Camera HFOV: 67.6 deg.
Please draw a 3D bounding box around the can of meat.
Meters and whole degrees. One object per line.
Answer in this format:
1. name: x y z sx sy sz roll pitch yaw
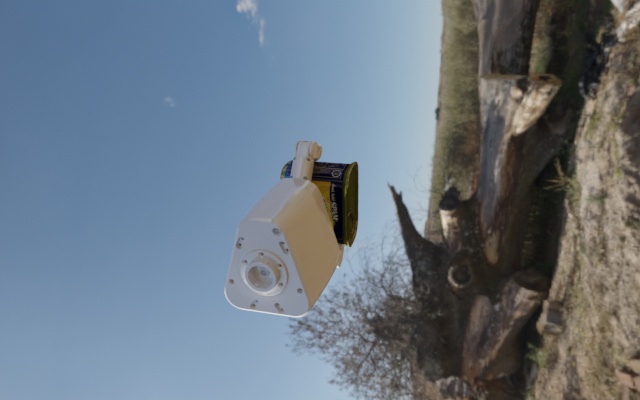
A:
1. can of meat: 0.000 0.002 0.583 0.084 0.102 0.057 5 26 15
